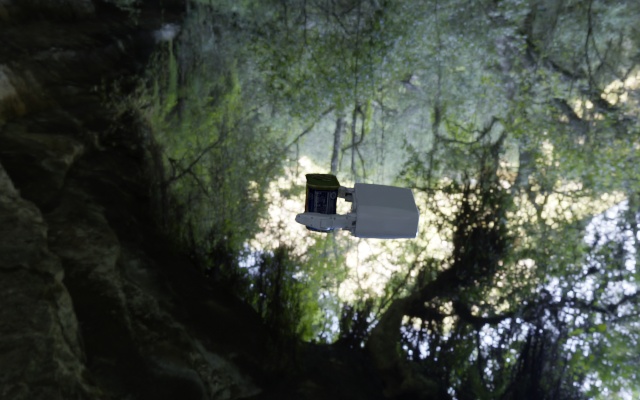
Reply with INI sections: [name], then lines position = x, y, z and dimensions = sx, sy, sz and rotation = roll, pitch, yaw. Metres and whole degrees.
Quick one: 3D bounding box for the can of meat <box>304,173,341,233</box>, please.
[can of meat]
position = 0.000, 0.003, 0.841
dimensions = 0.057, 0.084, 0.102
rotation = 2, 15, -6
